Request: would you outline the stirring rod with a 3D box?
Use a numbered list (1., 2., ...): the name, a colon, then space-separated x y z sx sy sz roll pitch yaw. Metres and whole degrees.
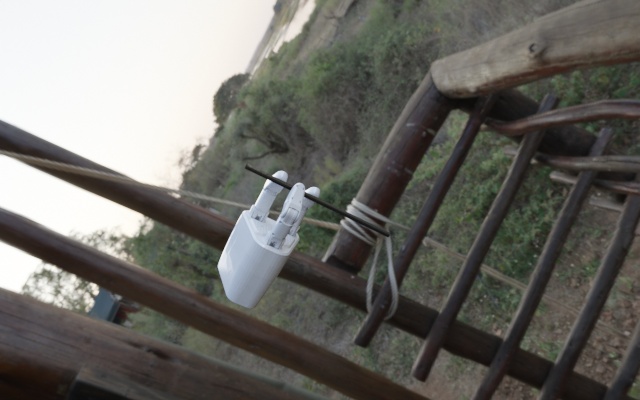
1. stirring rod: 0.000 0.002 0.702 0.239 0.011 0.011 26 -7 -15
